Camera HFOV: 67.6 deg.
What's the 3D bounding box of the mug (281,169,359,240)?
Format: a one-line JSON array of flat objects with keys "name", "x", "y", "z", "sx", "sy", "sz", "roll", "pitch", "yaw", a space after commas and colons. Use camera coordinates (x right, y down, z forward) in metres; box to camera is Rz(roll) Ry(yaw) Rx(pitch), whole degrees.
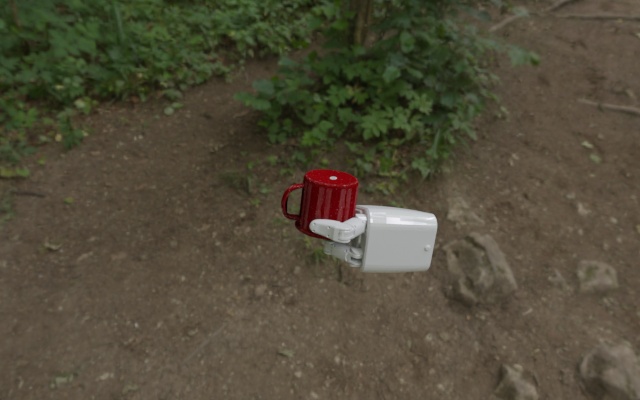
[{"name": "mug", "x": -0.001, "y": 0.002, "z": 0.706, "sx": 0.117, "sy": 0.081, "sz": 0.093, "roll": 2, "pitch": 20, "yaw": -12}]
